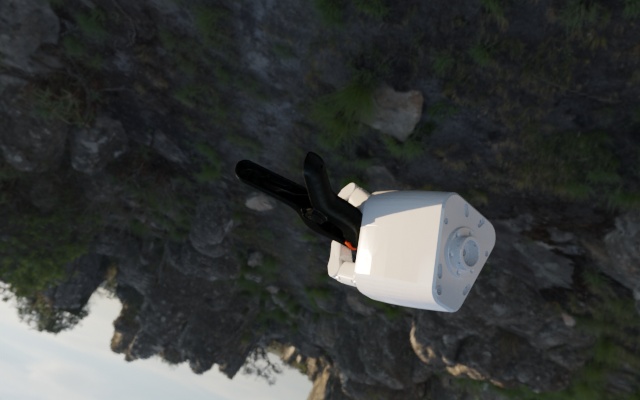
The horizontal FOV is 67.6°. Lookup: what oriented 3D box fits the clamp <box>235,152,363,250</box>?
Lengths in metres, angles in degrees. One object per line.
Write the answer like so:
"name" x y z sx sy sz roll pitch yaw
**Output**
"clamp" 0.000 0.002 0.519 0.171 0.039 0.120 35 -20 -31
